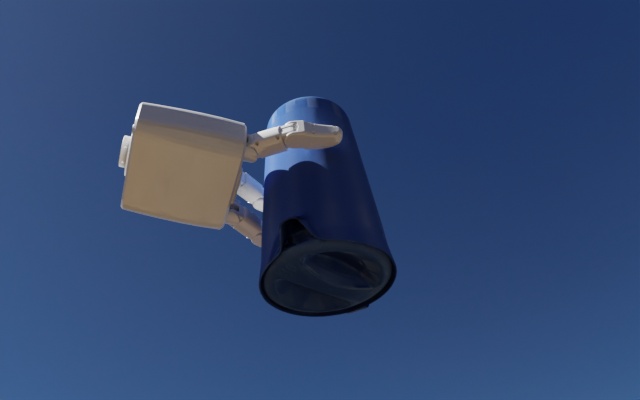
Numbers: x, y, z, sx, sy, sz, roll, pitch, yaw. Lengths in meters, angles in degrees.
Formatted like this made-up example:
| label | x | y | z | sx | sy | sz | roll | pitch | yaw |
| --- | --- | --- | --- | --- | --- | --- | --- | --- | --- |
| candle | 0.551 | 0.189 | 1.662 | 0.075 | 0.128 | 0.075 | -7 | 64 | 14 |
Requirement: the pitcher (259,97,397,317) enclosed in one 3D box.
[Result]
| label | x | y | z | sx | sy | sz | roll | pitch | yaw |
| --- | --- | --- | --- | --- | --- | --- | --- | --- | --- |
| pitcher | 0.000 | 0.002 | 0.541 | 0.145 | 0.242 | 0.149 | 10 | -45 | -18 |
